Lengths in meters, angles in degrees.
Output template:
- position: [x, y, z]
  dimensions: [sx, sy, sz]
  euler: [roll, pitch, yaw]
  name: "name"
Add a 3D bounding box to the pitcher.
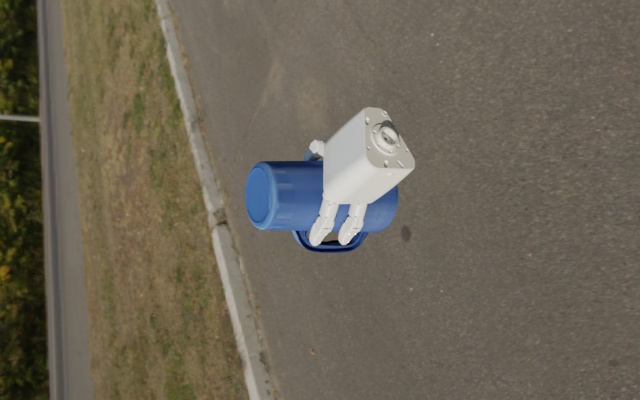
- position: [0.000, 0.003, 0.810]
  dimensions: [0.243, 0.149, 0.145]
  euler: [0, -24, -33]
  name: "pitcher"
